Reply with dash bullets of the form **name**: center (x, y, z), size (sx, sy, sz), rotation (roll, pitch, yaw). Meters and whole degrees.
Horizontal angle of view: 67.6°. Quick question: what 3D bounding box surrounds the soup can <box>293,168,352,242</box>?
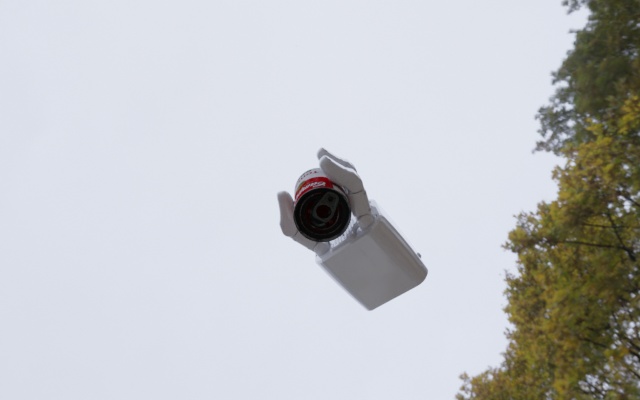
- **soup can**: center (0.000, 0.002, 0.600), size (0.068, 0.068, 0.102), rotation (0, 18, -3)
